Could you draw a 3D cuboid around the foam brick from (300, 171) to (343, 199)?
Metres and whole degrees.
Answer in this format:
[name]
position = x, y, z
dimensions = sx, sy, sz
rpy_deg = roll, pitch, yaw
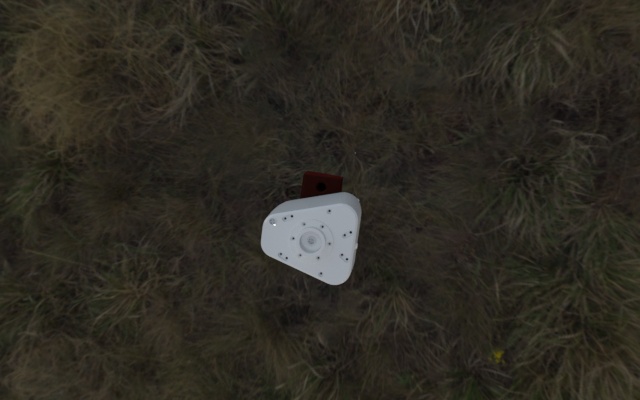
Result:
[foam brick]
position = 0.000, 0.002, 0.651
dimensions = 0.053, 0.078, 0.051
rpy_deg = 8, 6, 4
